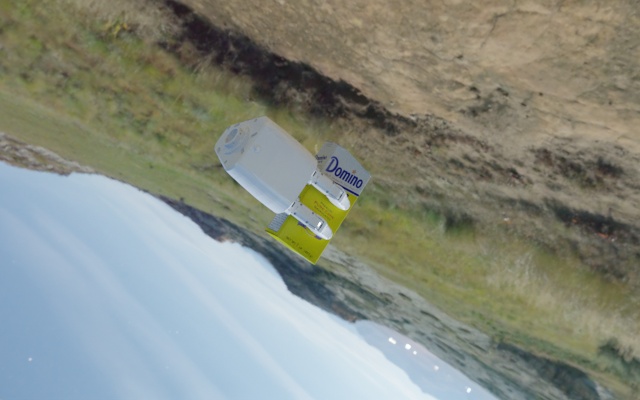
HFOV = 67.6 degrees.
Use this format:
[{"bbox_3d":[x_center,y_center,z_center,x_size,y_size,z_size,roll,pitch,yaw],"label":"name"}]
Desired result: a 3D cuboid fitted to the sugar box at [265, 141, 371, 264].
[{"bbox_3d":[0.000,0.003,0.759,0.093,0.176,0.048,40,-11,-35],"label":"sugar box"}]
